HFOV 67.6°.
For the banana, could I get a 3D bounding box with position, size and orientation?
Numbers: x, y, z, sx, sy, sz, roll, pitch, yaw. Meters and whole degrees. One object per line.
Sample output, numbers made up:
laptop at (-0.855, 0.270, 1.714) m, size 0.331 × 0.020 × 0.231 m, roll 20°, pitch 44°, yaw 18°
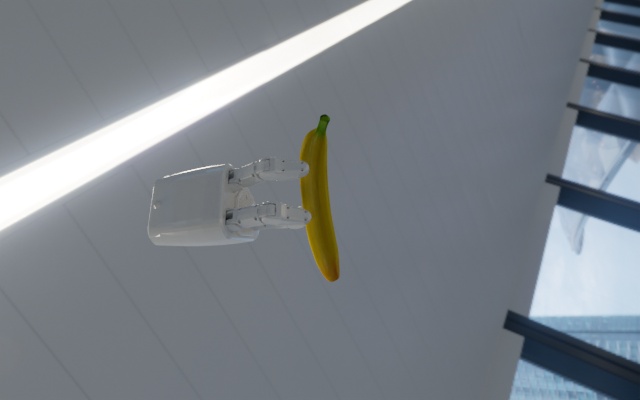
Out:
banana at (-0.003, -0.001, 0.589) m, size 0.037 × 0.198 × 0.069 m, roll -5°, pitch -1°, yaw -9°
